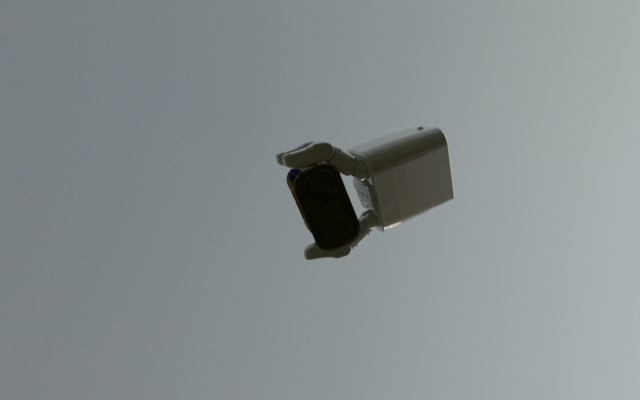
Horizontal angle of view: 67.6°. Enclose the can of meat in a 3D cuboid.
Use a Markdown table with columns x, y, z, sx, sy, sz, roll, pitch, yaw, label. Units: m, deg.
| x | y | z | sx | sy | sz | roll | pitch | yaw | label |
| --- | --- | --- | --- | --- | --- | --- | --- | --- | --- |
| 0.000 | 0.002 | 0.592 | 0.057 | 0.102 | 0.084 | -24 | 14 | -7 | can of meat |
